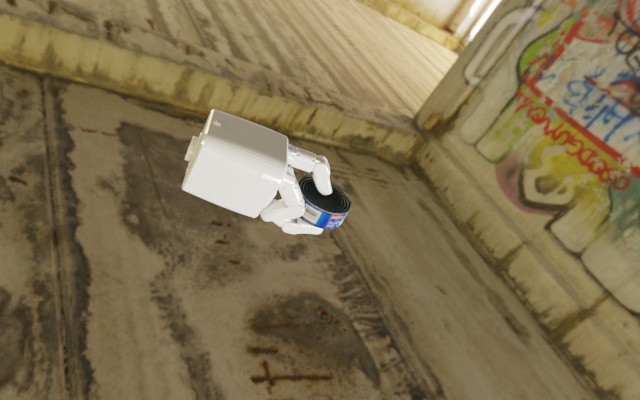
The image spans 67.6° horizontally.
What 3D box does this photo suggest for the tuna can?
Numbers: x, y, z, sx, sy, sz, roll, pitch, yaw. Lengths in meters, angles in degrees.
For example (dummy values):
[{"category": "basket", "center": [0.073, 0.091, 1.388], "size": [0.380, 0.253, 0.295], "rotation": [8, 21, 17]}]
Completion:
[{"category": "tuna can", "center": [0.000, 0.003, 0.693], "size": [0.086, 0.034, 0.086], "rotation": [21, 32, -13]}]
